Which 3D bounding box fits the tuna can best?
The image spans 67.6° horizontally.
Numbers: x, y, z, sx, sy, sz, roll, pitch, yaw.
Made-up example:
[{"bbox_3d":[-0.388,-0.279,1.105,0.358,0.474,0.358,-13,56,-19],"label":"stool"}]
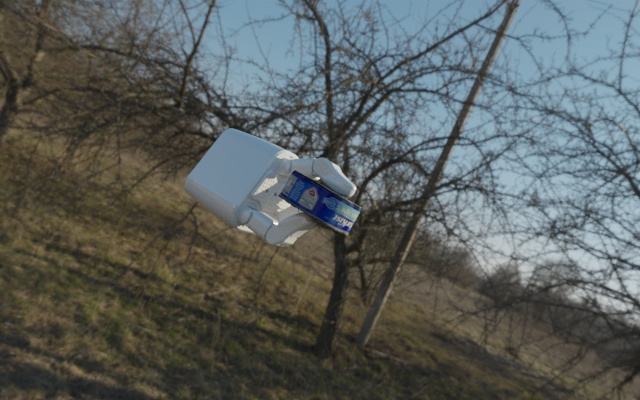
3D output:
[{"bbox_3d":[0.000,0.001,0.512,0.086,0.034,0.086,30,2,-1],"label":"tuna can"}]
